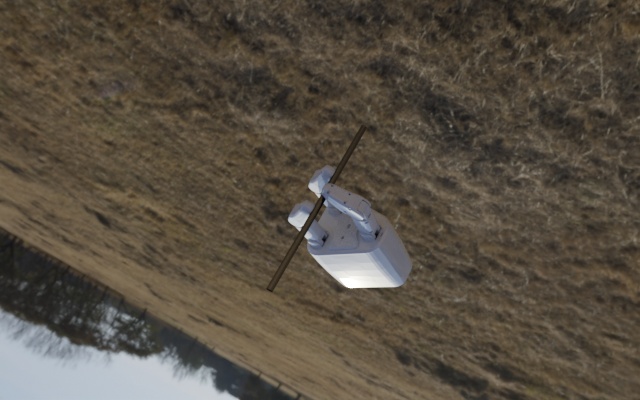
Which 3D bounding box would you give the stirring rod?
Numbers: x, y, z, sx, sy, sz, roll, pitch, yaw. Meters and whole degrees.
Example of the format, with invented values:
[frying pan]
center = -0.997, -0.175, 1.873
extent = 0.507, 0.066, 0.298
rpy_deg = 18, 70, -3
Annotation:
[stirring rod]
center = 0.000, 0.002, 0.567
extent = 0.011, 0.239, 0.011
rpy_deg = 25, -23, 11
